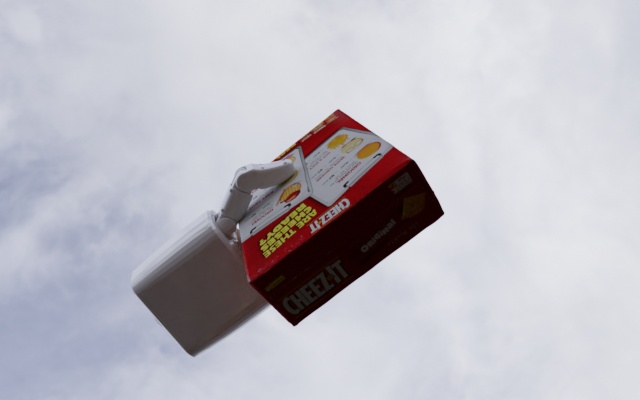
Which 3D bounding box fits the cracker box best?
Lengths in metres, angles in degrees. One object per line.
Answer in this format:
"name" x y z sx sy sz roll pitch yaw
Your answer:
"cracker box" 0.000 0.001 0.480 0.164 0.072 0.213 -38 26 2
